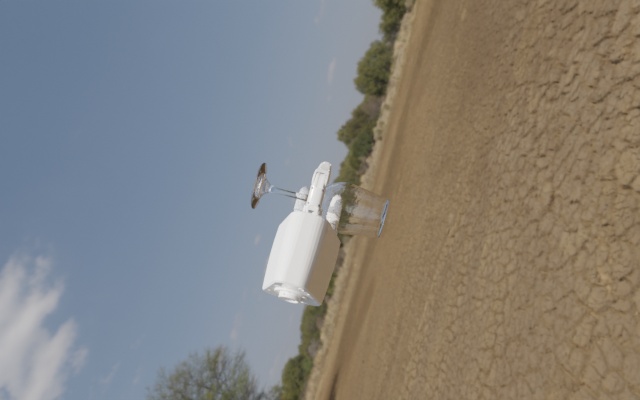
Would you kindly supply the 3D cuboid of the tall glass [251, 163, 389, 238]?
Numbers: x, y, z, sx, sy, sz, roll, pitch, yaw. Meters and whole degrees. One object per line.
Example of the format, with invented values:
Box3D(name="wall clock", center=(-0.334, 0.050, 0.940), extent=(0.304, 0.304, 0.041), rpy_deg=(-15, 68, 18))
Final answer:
Box3D(name="tall glass", center=(-0.001, 0.002, 0.733), extent=(0.201, 0.079, 0.079), rpy_deg=(14, 1, 4))
